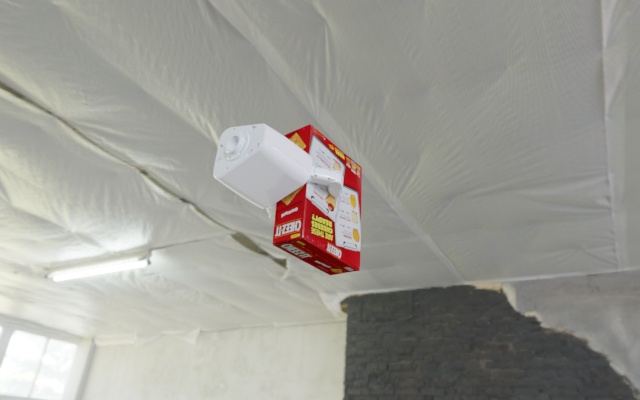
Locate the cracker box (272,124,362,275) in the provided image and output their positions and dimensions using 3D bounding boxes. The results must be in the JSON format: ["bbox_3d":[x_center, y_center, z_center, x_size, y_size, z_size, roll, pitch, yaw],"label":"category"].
[{"bbox_3d":[0.000,0.003,0.830,0.072,0.213,0.164,-17,-34,33],"label":"cracker box"}]
